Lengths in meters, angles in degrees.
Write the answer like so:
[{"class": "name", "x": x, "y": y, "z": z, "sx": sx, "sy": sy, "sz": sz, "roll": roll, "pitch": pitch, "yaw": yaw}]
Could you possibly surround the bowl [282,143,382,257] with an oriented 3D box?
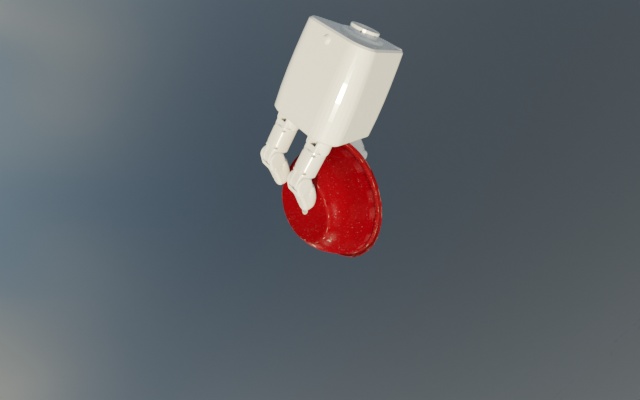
[{"class": "bowl", "x": 0.000, "y": 0.003, "z": 0.598, "sx": 0.055, "sy": 0.162, "sz": 0.162, "roll": -19, "pitch": 12, "yaw": -36}]
